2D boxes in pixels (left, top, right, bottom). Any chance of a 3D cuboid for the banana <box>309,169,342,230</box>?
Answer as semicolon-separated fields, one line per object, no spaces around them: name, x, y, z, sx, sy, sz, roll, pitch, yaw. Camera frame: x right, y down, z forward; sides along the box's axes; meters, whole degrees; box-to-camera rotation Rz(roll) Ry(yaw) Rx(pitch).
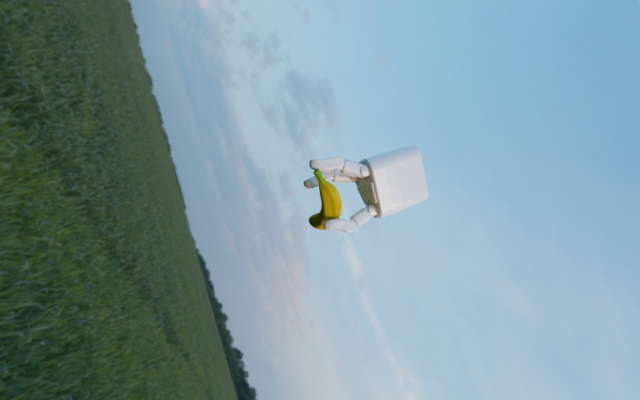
banana;0.009;0.016;0.887;0.037;0.069;0.198;-22;-25;-17
